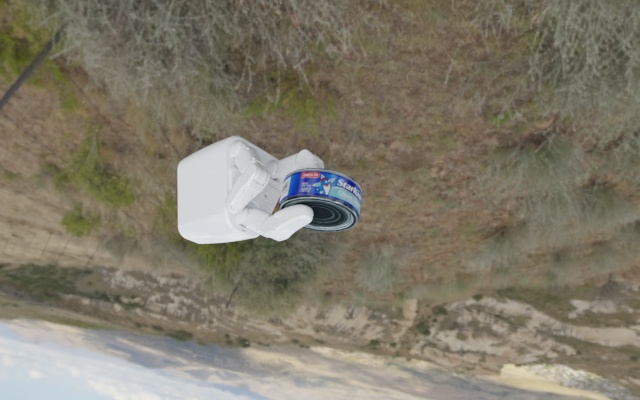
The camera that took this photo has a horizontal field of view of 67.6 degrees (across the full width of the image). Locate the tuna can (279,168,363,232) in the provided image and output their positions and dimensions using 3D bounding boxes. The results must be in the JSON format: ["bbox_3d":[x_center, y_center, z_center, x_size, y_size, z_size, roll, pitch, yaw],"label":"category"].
[{"bbox_3d":[0.000,0.002,0.503,0.086,0.033,0.086,7,-26,4],"label":"tuna can"}]
